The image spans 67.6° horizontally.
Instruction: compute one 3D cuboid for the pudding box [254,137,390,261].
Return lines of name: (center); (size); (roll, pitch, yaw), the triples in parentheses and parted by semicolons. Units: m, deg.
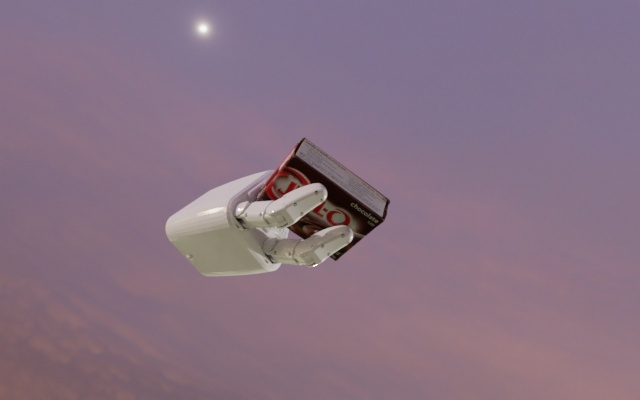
pudding box: (0.000, 0.002, 0.493); (0.113, 0.039, 0.090); (34, -45, -11)
